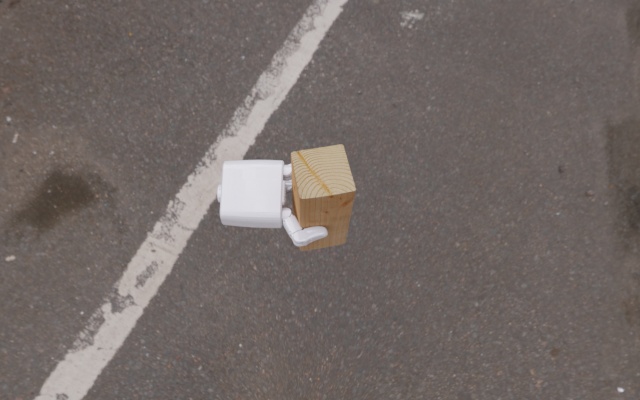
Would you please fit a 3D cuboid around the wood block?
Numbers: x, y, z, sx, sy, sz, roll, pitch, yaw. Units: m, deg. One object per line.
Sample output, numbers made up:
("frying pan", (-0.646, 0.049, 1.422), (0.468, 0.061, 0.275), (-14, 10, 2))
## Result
("wood block", (0.000, 0.003, 0.838), (0.090, 0.090, 0.206), (-9, -27, -7))
